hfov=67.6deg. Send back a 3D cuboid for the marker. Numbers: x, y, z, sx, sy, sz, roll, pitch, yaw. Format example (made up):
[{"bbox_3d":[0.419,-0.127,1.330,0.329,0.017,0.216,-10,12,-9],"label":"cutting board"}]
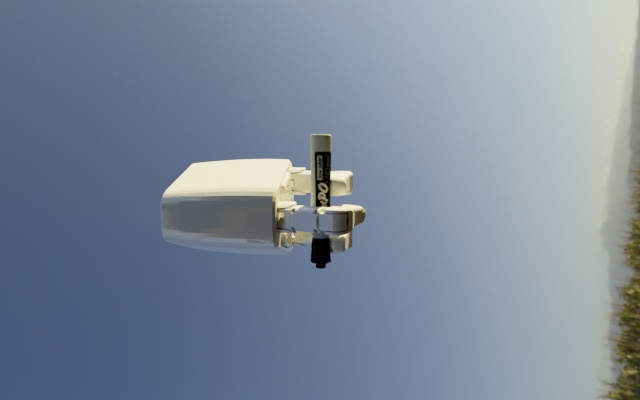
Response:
[{"bbox_3d":[0.000,0.001,0.432,0.020,0.121,0.020,0,6,0],"label":"marker"}]
